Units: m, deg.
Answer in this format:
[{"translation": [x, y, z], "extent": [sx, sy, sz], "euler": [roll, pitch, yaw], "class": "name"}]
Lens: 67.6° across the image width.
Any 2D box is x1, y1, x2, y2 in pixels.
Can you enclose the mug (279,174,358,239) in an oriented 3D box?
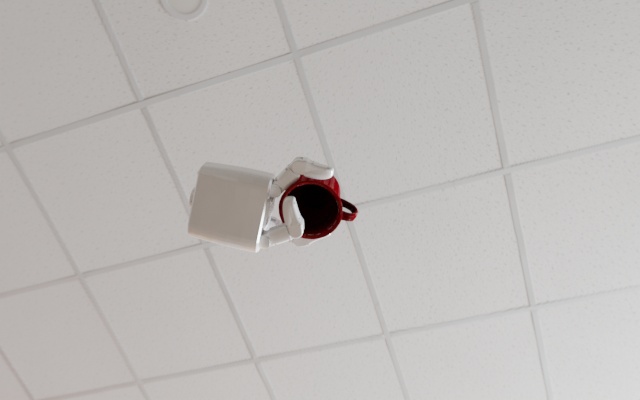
[{"translation": [0.002, 0.003, 0.723], "extent": [0.117, 0.093, 0.081], "euler": [14, 23, -1], "class": "mug"}]
